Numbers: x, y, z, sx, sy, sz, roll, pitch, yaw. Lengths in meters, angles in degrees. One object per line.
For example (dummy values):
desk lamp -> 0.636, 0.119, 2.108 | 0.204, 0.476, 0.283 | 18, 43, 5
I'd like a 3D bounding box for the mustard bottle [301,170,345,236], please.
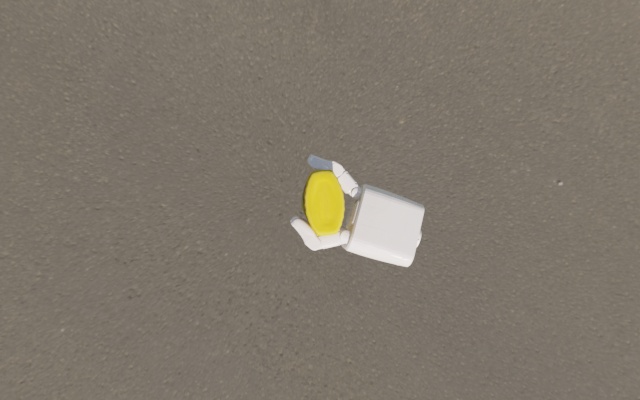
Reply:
mustard bottle -> 0.000, 0.003, 0.778 | 0.058, 0.096, 0.191 | -7, 1, -4
